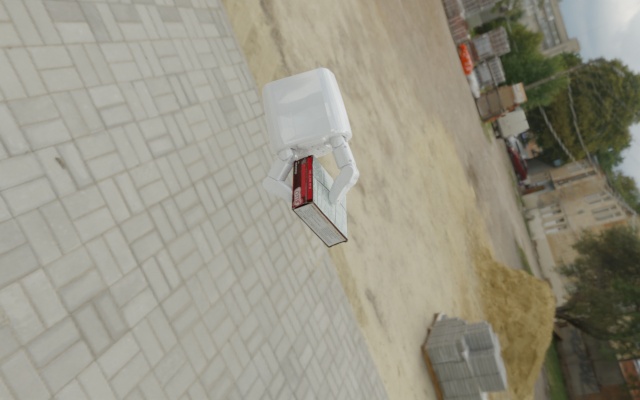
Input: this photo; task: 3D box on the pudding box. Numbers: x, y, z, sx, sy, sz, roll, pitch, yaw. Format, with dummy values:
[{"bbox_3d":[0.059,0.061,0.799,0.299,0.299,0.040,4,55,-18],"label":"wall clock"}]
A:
[{"bbox_3d":[0.000,0.002,0.698,0.039,0.090,0.113,-19,-42,23],"label":"pudding box"}]
